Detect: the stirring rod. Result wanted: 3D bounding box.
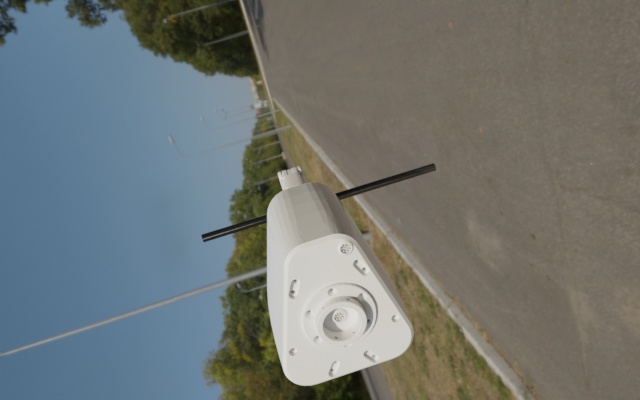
[{"bbox_3d":[0.000,0.001,0.473,0.239,0.011,0.011,-17,1,-4],"label":"stirring rod"}]
